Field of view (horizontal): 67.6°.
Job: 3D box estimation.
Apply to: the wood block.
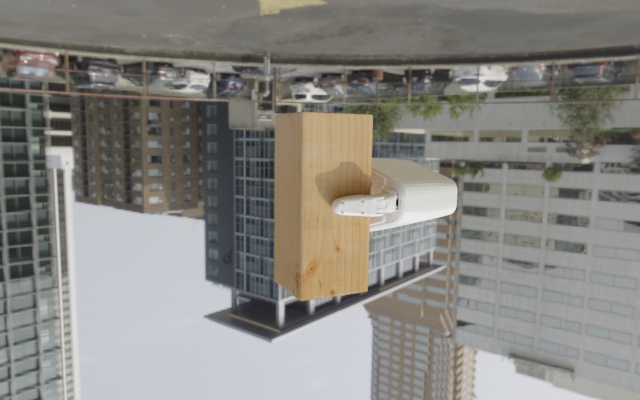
[{"bbox_3d":[0.001,0.002,0.568,0.090,0.206,0.091,-3,7,-25],"label":"wood block"}]
